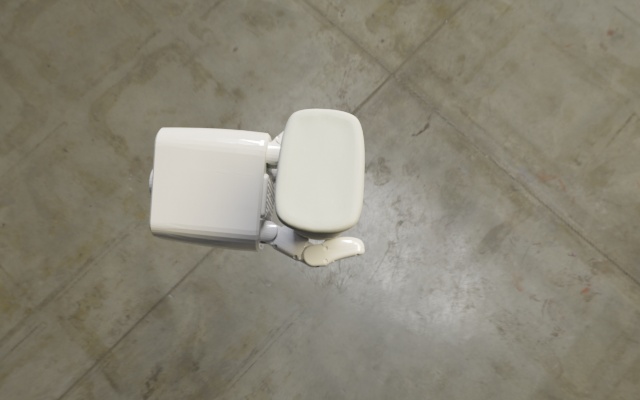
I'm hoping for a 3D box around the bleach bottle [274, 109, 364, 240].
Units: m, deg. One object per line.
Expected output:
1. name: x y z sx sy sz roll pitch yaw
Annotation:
1. bleach bottle: 0.000 0.001 0.481 0.068 0.102 0.251 4 -13 1
